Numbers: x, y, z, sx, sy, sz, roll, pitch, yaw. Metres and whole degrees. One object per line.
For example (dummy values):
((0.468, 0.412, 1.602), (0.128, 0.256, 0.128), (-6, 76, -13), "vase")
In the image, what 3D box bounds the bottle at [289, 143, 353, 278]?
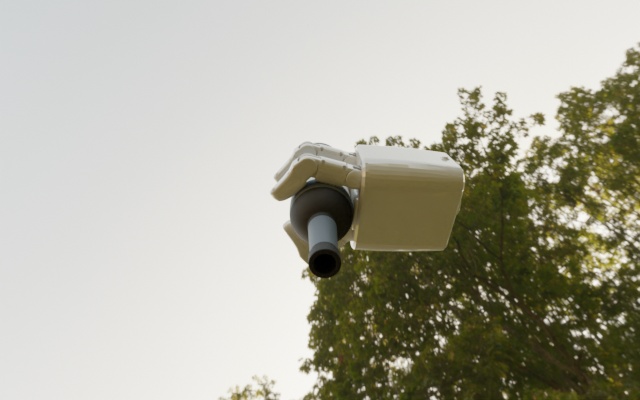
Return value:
((0.000, 0.002, 0.529), (0.069, 0.069, 0.295), (0, 20, -1), "bottle")
